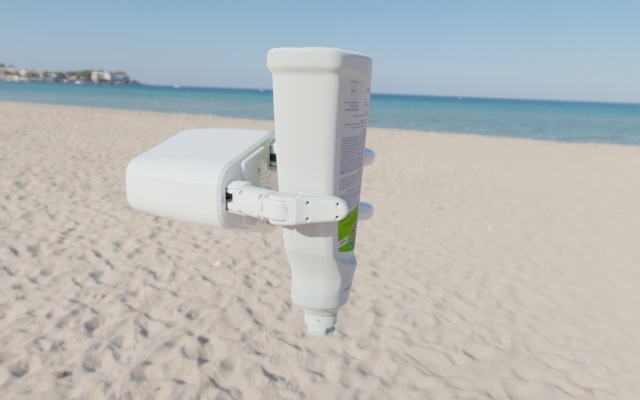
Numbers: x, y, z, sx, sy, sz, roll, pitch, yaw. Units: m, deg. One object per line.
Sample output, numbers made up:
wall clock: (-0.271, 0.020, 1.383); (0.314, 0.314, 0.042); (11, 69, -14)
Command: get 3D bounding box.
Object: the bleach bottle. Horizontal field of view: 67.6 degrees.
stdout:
bleach bottle: (0.000, 0.001, 0.418); (0.068, 0.251, 0.102); (8, 14, 25)
